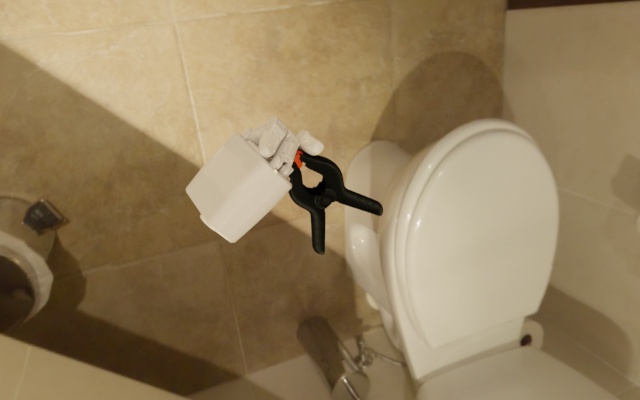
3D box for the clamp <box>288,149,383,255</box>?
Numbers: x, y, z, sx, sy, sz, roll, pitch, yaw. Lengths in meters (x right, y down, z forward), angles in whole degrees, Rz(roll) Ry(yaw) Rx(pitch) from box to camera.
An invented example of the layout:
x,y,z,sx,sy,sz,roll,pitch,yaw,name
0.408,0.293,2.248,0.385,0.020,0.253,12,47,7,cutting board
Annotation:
x,y,z,sx,sy,sz,roll,pitch,yaw,name
0.000,0.002,0.680,0.171,0.120,0.039,44,4,-28,clamp
